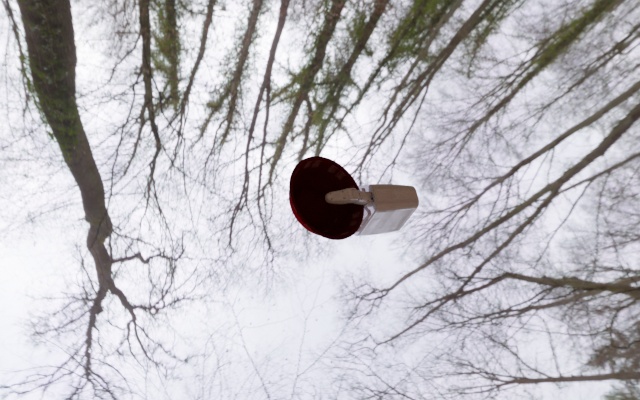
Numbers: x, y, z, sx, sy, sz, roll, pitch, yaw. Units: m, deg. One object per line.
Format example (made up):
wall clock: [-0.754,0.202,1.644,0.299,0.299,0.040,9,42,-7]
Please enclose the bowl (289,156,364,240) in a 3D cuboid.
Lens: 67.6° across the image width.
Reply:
bowl: [-0.001,0.003,0.869,0.162,0.162,0.055,0,-22,-37]
